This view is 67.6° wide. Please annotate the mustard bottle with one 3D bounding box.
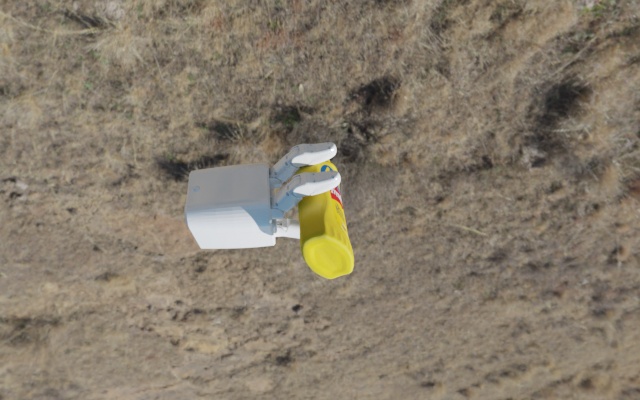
[{"bbox_3d":[0.000,0.002,0.639,0.058,0.191,0.096,-21,-43,14],"label":"mustard bottle"}]
